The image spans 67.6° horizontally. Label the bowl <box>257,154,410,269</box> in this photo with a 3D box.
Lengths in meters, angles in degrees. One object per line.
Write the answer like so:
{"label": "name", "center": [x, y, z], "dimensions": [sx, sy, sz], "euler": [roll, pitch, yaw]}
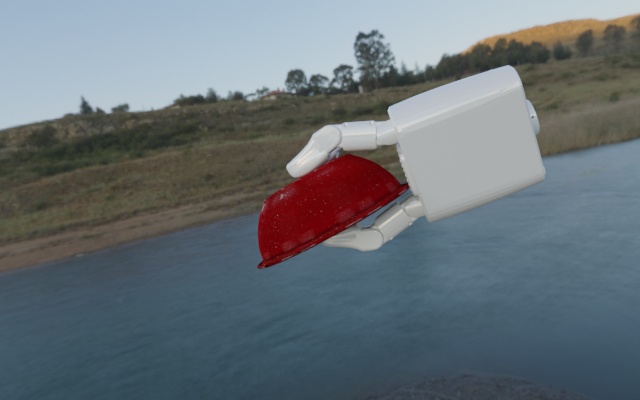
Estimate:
{"label": "bowl", "center": [-0.001, 0.002, 0.449], "dimensions": [0.162, 0.055, 0.162], "euler": [-29, 1, 1]}
